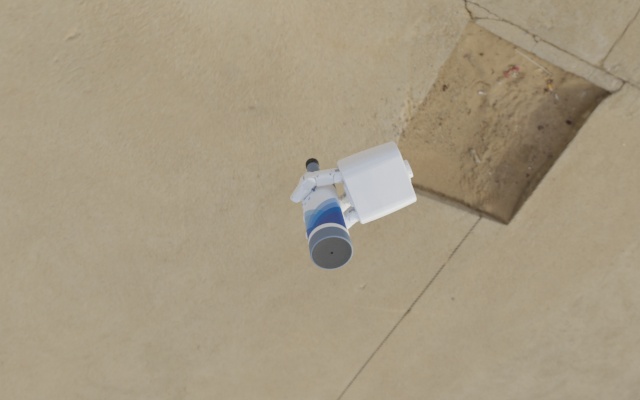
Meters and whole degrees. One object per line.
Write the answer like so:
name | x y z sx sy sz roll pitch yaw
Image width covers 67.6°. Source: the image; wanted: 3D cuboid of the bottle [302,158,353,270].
bottle | 0.000 0.003 0.852 0.069 0.069 0.295 0 32 -8
